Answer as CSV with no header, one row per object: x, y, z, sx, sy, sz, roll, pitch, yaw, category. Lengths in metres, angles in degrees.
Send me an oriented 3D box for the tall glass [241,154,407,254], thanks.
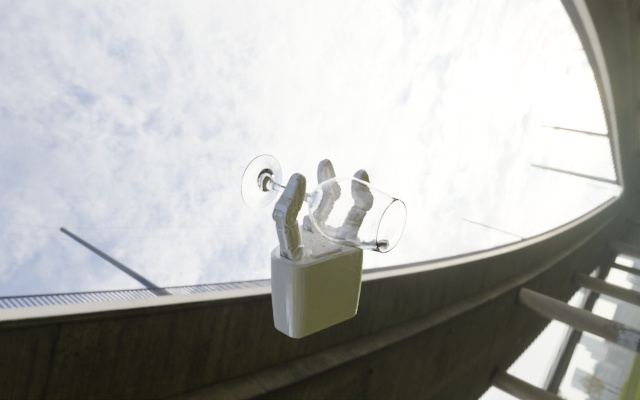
0.000,0.002,0.567,0.201,0.079,0.079,19,11,35,tall glass
